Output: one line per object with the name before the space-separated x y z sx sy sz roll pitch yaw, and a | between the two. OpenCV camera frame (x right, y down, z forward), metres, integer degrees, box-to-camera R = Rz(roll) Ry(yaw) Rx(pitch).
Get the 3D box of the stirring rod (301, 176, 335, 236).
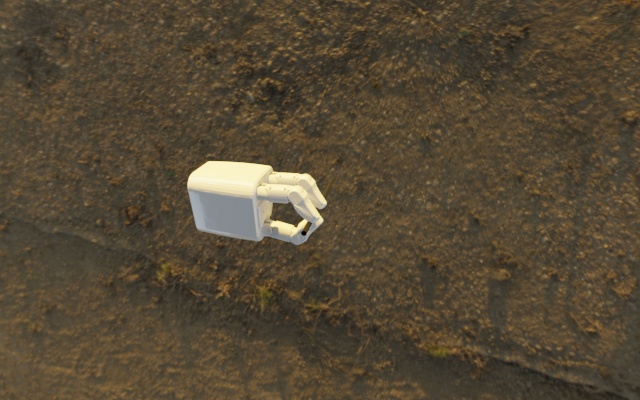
stirring rod | 0.000 0.003 0.774 0.011 0.011 0.239 0 21 12
